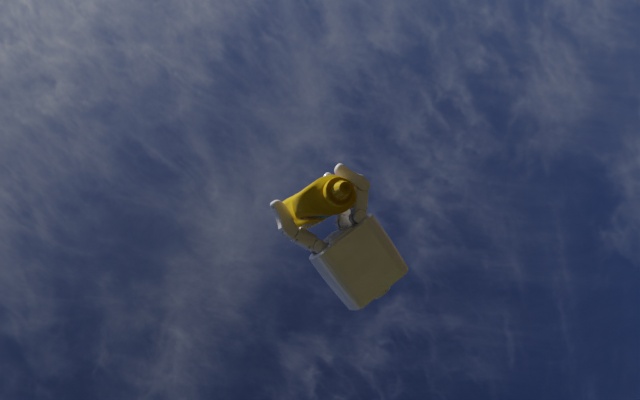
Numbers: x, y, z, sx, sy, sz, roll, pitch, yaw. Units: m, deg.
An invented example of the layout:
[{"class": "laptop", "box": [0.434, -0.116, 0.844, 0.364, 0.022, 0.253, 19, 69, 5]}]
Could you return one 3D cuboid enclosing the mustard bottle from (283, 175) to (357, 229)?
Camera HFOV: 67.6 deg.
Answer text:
[{"class": "mustard bottle", "box": [0.000, 0.002, 0.720, 0.096, 0.058, 0.192, -11, -7, -23]}]
